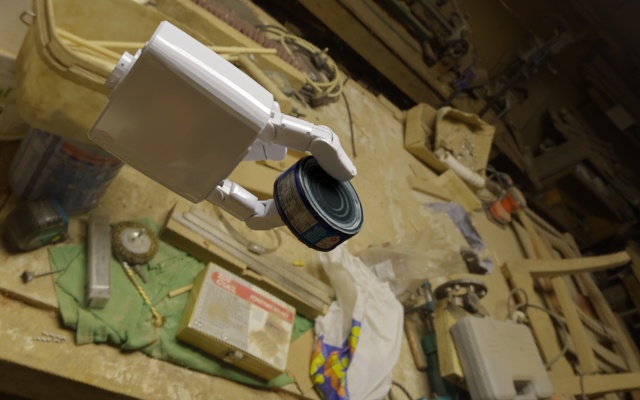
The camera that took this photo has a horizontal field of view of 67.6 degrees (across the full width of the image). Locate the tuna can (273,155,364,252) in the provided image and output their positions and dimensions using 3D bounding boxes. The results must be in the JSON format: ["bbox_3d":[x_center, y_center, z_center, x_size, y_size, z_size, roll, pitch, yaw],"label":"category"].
[{"bbox_3d":[0.001,0.001,0.434,0.034,0.086,0.086,-35,-20,31],"label":"tuna can"}]
